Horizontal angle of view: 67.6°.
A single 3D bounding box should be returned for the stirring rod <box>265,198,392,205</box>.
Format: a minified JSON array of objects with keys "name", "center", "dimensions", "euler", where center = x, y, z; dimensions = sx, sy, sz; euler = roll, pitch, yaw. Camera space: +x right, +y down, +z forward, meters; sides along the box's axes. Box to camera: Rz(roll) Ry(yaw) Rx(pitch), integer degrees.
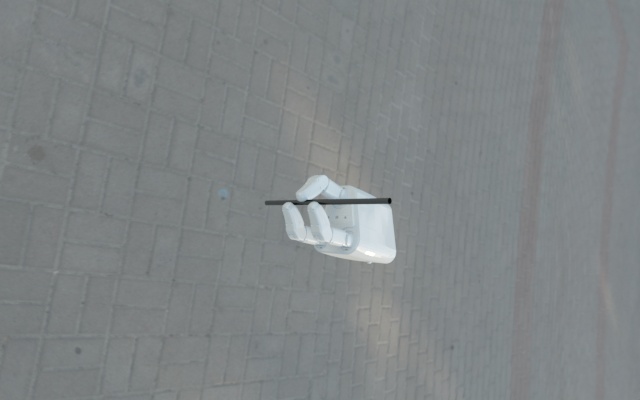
[{"name":"stirring rod","center":[0.000,0.002,0.675],"dimensions":[0.239,0.011,0.011],"euler":[-1,-1,45]}]
